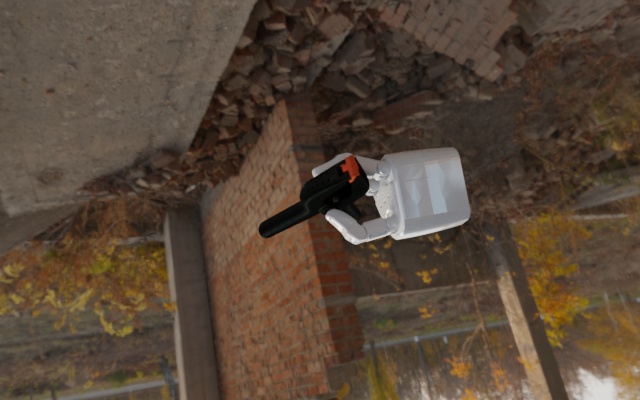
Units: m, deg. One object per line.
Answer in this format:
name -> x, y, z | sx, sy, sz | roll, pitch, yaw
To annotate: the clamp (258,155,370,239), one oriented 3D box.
clamp -> 0.001, 0.003, 0.653 | 0.164, 0.036, 0.210 | -12, -19, -15
